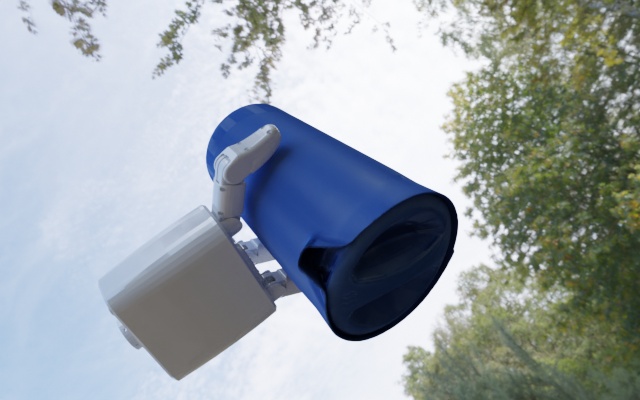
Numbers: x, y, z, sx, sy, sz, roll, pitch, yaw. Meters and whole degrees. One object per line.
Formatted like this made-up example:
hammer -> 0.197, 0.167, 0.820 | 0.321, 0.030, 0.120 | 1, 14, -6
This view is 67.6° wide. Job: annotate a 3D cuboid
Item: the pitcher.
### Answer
pitcher -> 0.000, 0.002, 0.442 | 0.145, 0.149, 0.242 | -37, 46, -15
